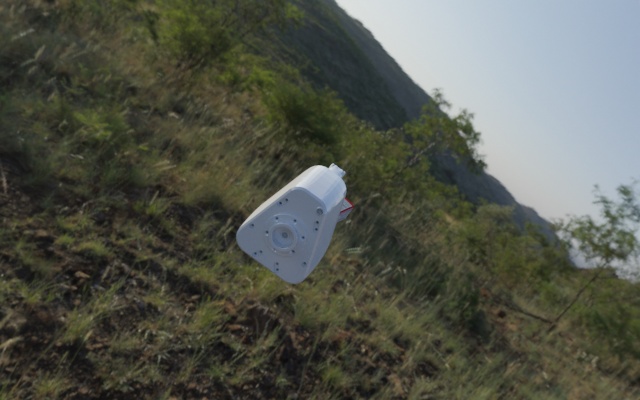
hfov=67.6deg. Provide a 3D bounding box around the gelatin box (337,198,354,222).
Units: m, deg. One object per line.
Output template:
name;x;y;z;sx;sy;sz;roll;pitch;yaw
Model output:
gelatin box;0.000;0.002;0.697;0.073;0.030;0.089;41;24;14
